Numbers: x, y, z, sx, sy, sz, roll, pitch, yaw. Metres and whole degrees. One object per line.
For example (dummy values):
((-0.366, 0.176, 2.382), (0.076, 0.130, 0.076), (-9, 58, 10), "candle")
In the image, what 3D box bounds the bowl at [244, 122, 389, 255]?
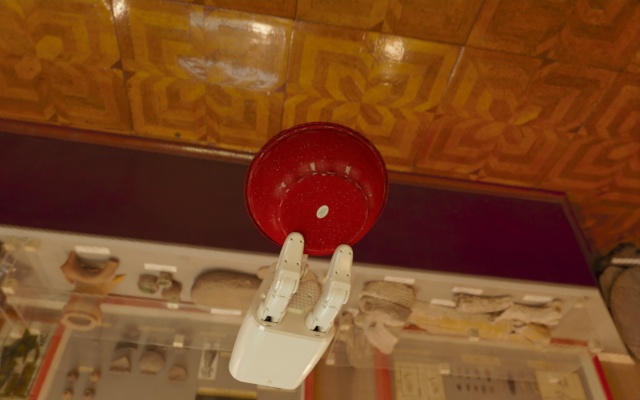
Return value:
((0.000, 0.001, 0.506), (0.162, 0.162, 0.055), (0, 26, -8), "bowl")
